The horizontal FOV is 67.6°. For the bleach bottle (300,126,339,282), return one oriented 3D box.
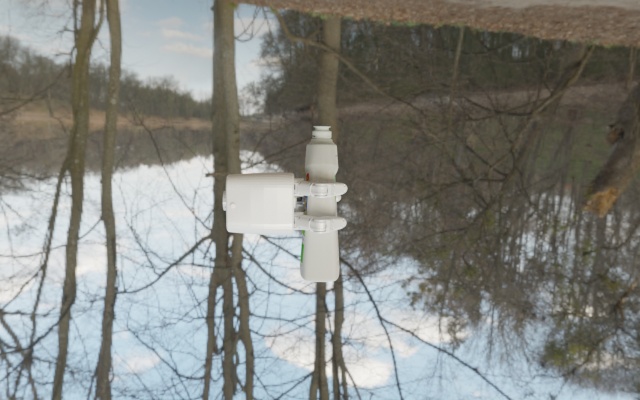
[{"bbox_3d":[0.000,0.003,0.800,0.068,0.251,0.102,1,8,-3],"label":"bleach bottle"}]
